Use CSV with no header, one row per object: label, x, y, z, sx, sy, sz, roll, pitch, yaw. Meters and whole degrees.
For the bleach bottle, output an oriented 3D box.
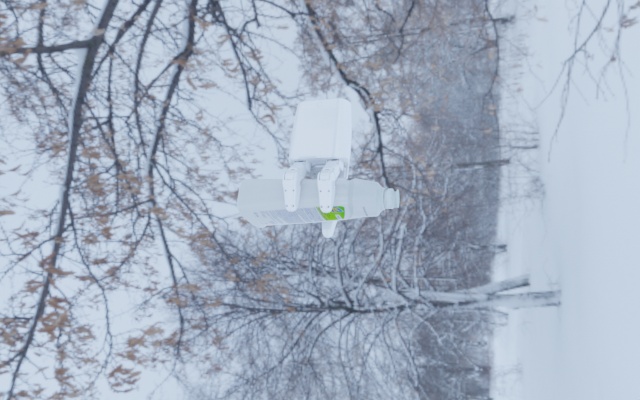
bleach bottle,0.000,0.003,0.764,0.251,0.068,0.103,-1,-21,18
